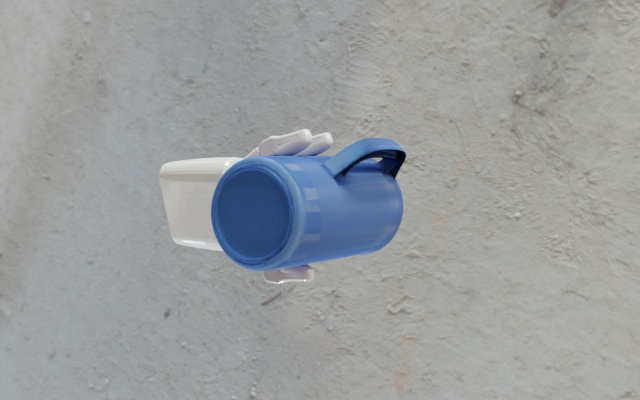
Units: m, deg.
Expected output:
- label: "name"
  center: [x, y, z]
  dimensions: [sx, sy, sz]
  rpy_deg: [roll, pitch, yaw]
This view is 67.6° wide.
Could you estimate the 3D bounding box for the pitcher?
- label: "pitcher"
  center: [0.000, 0.002, 0.539]
  dimensions: [0.145, 0.149, 0.243]
  rpy_deg: [2, 2, 28]
